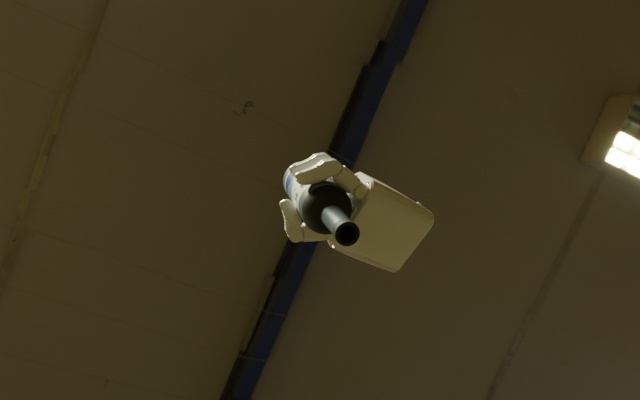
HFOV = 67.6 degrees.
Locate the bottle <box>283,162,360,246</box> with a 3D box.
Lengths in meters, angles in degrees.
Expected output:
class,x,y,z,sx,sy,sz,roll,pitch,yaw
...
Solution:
class,x,y,z,sx,sy,sz,roll,pitch,yaw
bottle,0.000,0.002,0.647,0.069,0.069,0.295,0,13,-12
